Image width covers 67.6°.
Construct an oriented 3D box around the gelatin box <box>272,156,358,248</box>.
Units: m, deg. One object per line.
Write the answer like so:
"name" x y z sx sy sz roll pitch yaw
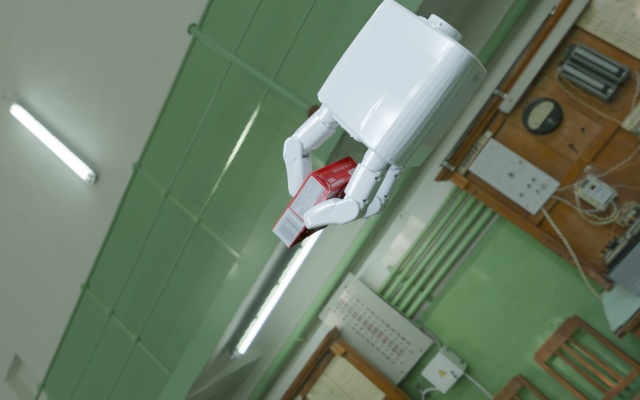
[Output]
"gelatin box" 0.000 0.002 0.489 0.073 0.030 0.089 -26 -23 -53
